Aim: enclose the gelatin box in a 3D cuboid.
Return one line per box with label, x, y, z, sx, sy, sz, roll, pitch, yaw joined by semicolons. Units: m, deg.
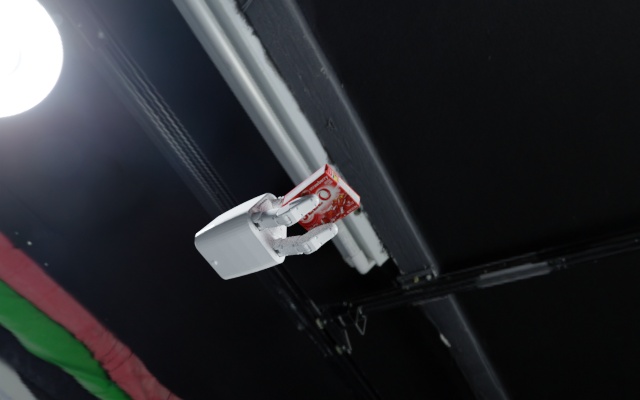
gelatin box;0.000;0.002;0.682;0.089;0.073;0.030;-37;23;23
